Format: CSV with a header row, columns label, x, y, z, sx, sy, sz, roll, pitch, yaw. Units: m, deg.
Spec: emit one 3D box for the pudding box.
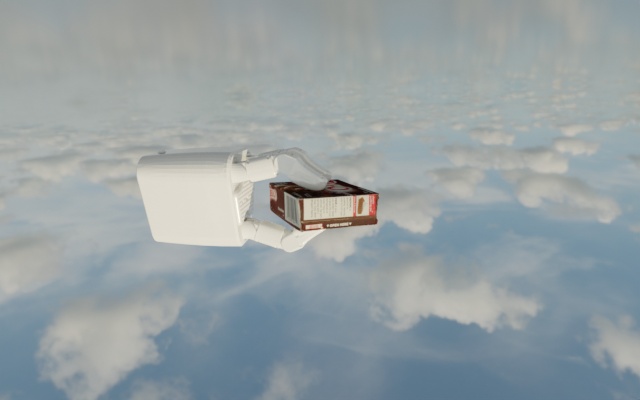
label,x,y,z,sx,sy,sz,roll,pitch,yaw
pudding box,0.000,0.002,0.531,0.090,0.039,0.113,-5,14,-21
